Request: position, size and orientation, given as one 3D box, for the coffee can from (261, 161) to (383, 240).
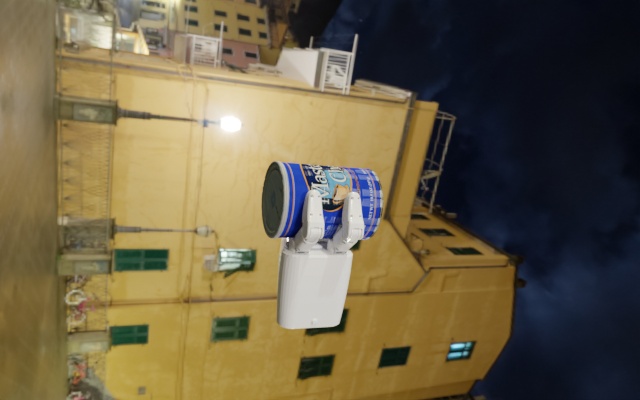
[{"bbox_3d":[0.000,0.002,0.657,0.140,0.103,0.103,3,-1,-22],"label":"coffee can"}]
